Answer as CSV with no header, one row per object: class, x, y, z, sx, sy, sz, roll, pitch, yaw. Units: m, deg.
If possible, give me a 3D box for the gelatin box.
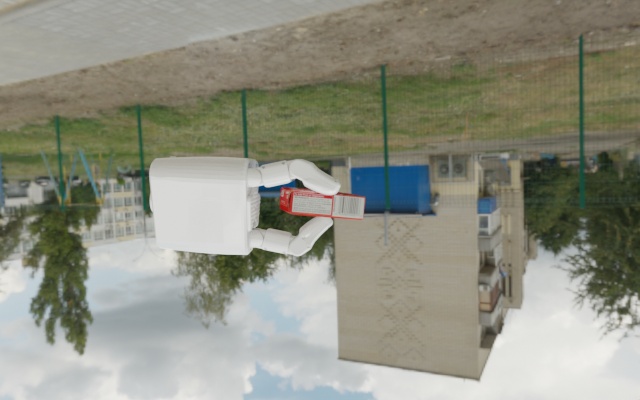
gelatin box,0.000,0.002,0.565,0.089,0.030,0.073,5,3,-12
